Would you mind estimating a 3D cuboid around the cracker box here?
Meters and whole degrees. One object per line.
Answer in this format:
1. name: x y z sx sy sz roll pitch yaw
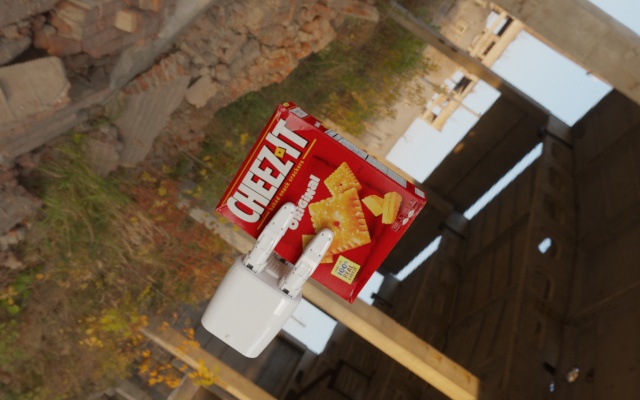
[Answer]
1. cracker box: 0.000 0.002 0.607 0.213 0.164 0.072 34 15 1
